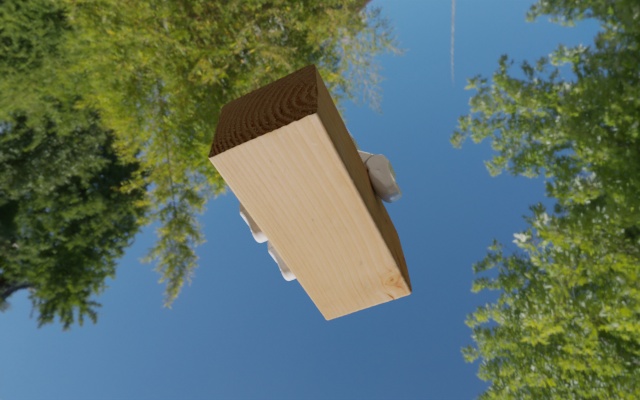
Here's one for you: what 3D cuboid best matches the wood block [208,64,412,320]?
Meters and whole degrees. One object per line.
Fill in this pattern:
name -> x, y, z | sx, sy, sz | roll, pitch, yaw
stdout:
wood block -> 0.000, 0.001, 0.425 | 0.091, 0.206, 0.090 | -22, 35, 14
